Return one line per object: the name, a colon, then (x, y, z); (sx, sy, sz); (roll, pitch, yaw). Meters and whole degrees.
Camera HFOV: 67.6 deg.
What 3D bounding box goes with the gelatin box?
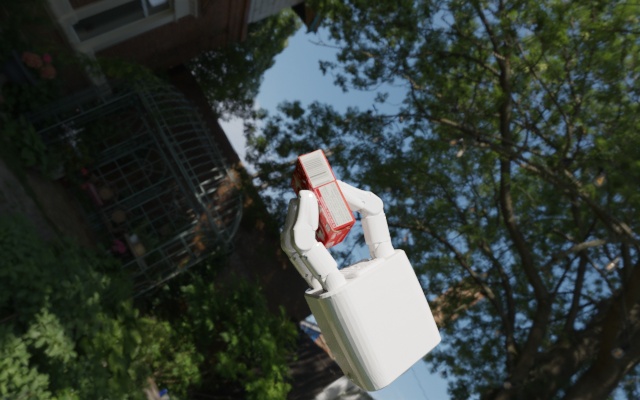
gelatin box: (0.000, 0.001, 0.511); (0.030, 0.089, 0.073); (-21, -15, -16)
